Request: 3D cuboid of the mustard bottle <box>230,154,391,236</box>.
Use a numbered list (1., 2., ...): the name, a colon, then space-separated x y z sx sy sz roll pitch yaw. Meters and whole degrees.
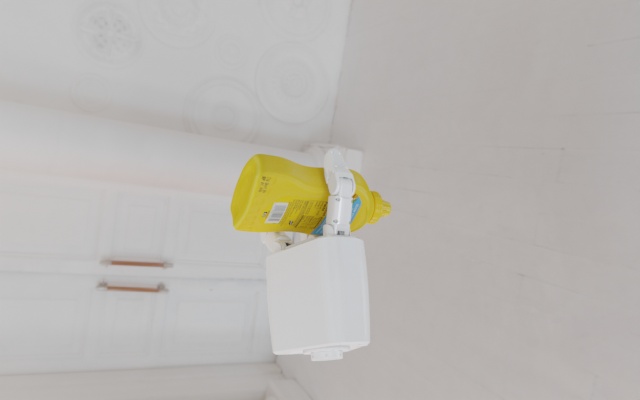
1. mustard bottle: 0.000 0.001 0.555 0.191 0.058 0.096 7 -47 -27
